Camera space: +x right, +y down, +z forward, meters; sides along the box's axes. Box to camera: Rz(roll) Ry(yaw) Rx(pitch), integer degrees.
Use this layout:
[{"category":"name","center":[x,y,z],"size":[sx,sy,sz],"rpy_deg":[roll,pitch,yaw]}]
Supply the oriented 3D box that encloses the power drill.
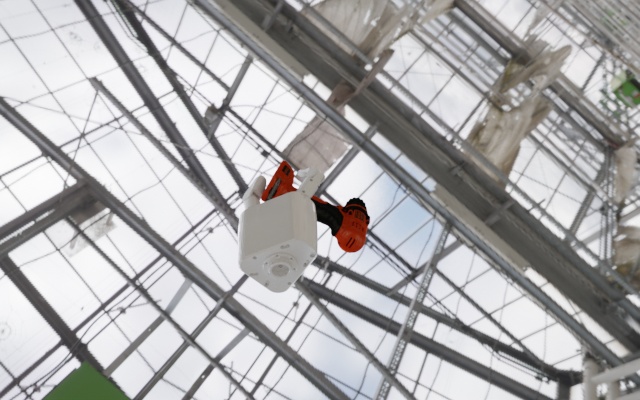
[{"category":"power drill","center":[0.000,0.003,0.826],"size":[0.187,0.057,0.184],"rpy_deg":[28,18,-4]}]
